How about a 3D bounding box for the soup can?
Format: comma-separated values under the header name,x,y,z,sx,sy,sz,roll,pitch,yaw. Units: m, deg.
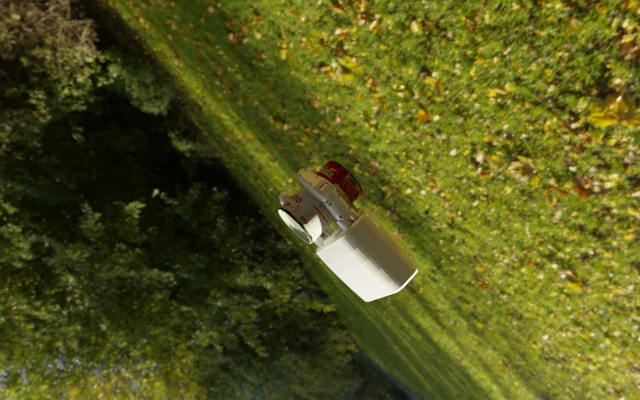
name,x,y,z,sx,sy,sz,roll,pitch,yaw
soup can,0.000,0.002,0.664,0.102,0.068,0.068,-44,13,-14
